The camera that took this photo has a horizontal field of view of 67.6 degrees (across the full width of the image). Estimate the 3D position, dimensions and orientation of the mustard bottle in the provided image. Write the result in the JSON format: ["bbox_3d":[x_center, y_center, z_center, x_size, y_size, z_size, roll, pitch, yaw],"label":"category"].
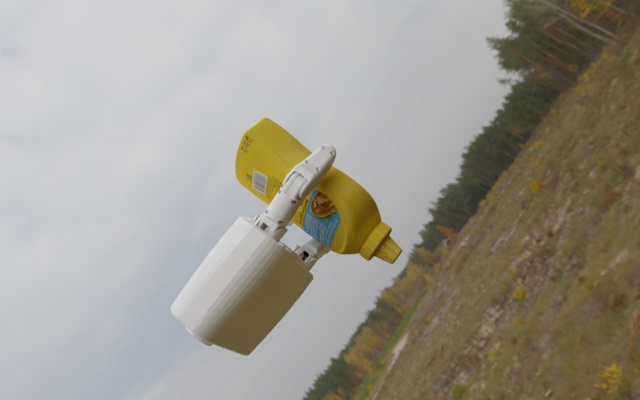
[{"bbox_3d":[0.000,0.001,0.490,0.191,0.058,0.096,36,-35,14],"label":"mustard bottle"}]
